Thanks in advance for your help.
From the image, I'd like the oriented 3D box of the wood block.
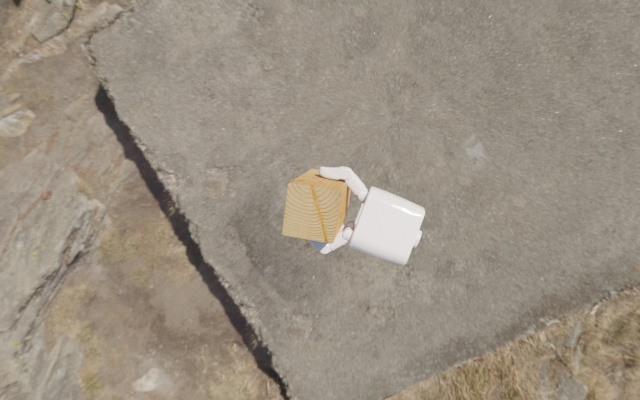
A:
[{"bbox_3d":[0.001,0.003,0.874,0.090,0.091,0.206,10,11,7],"label":"wood block"}]
